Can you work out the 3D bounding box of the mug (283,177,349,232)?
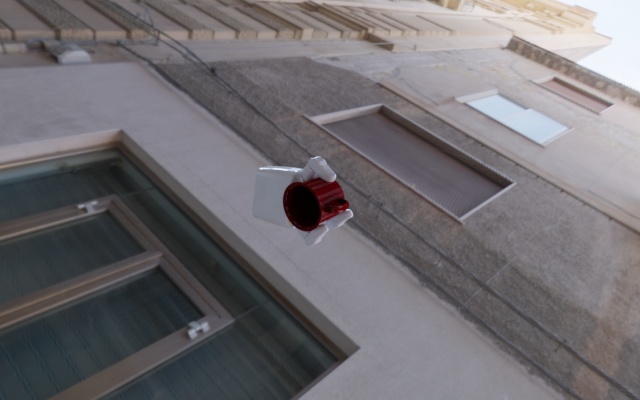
[{"bbox_3d":[0.001,0.003,0.879,0.117,0.093,0.081,8,20,38],"label":"mug"}]
